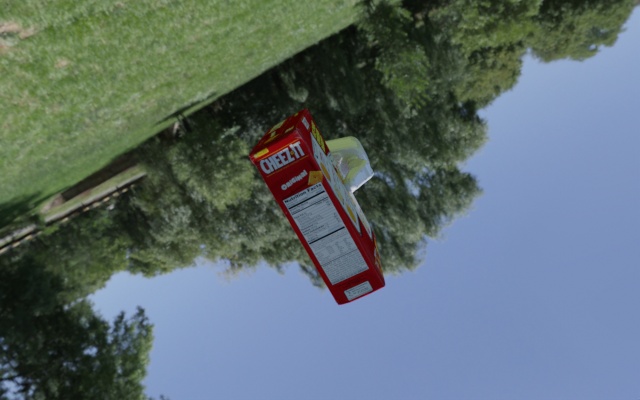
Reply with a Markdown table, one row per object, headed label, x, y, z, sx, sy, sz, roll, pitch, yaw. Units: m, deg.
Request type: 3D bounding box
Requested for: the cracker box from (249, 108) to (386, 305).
| label | x | y | z | sx | sy | sz | roll | pitch | yaw |
| --- | --- | --- | --- | --- | --- | --- | --- | --- | --- |
| cracker box | 0.000 | 0.002 | 0.609 | 0.072 | 0.214 | 0.164 | -27 | 15 | 10 |
